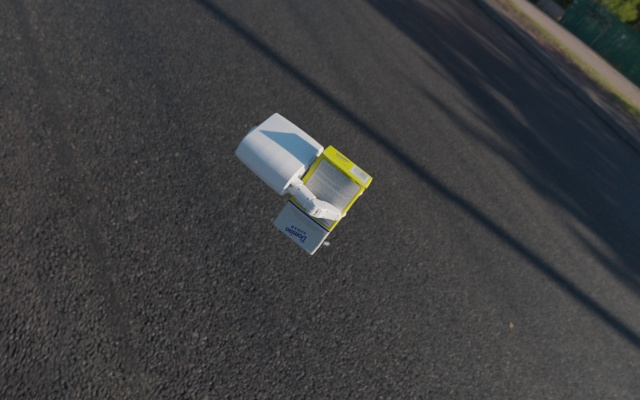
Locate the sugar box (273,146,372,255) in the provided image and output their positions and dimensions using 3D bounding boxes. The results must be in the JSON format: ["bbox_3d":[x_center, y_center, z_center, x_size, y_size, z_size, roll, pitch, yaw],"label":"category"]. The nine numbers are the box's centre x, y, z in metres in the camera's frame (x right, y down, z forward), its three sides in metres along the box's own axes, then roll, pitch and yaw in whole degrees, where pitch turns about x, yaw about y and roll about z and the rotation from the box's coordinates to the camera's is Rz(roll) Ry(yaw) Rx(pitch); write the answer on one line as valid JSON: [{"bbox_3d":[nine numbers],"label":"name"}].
[{"bbox_3d":[0.000,0.002,0.822,0.093,0.176,0.048,39,34,3],"label":"sugar box"}]
